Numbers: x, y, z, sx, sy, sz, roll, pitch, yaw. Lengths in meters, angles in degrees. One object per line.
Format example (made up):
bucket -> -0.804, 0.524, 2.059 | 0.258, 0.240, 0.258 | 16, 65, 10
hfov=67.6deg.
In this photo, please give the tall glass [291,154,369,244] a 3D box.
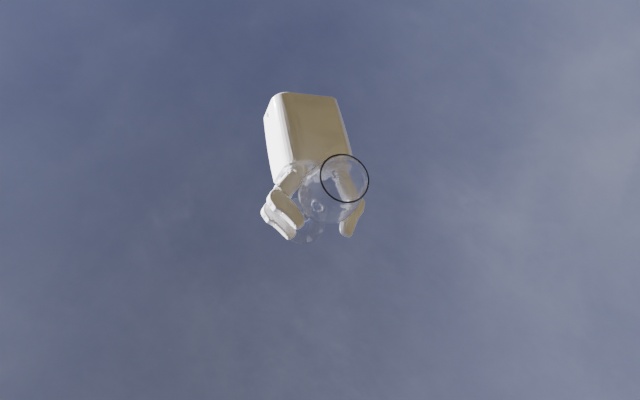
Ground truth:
tall glass -> 0.000, 0.002, 0.648 | 0.079, 0.079, 0.201 | 0, -17, -18
